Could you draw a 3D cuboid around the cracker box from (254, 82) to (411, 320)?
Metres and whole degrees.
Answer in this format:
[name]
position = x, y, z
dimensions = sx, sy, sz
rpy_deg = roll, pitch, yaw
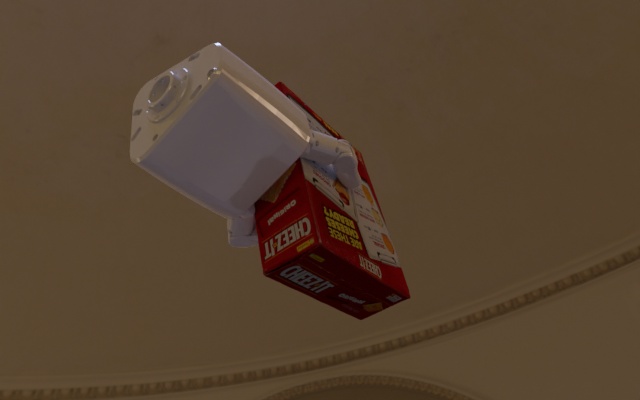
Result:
[cracker box]
position = 0.000, 0.001, 0.508
dimensions = 0.072, 0.213, 0.164
rpy_deg = -32, -41, 22
